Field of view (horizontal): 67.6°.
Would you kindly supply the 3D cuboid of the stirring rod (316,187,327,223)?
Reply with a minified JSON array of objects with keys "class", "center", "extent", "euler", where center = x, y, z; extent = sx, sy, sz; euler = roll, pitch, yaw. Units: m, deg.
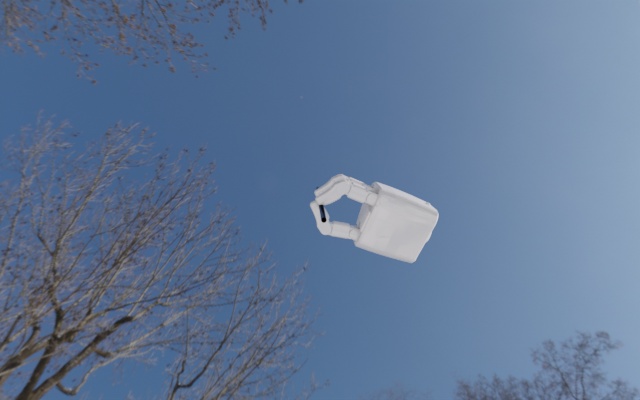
[{"class":"stirring rod","center":[0.000,0.003,0.798],"extent":[0.011,0.011,0.239],"euler":[0,12,-2]}]
